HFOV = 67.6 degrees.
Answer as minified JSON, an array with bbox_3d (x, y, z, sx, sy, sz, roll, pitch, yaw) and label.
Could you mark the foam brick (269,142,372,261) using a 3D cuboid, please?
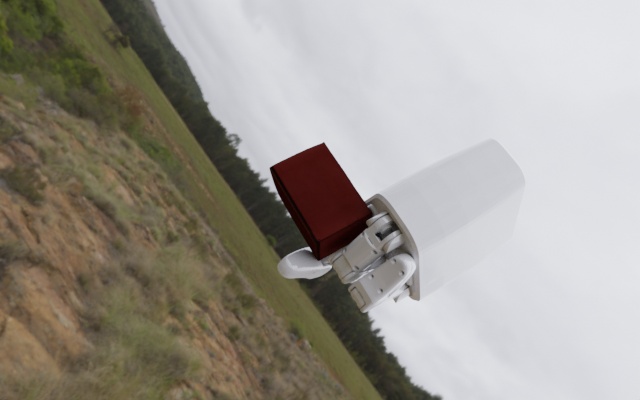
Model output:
[{"bbox_3d":[0.000,0.001,0.402,0.051,0.078,0.053,-29,-20,-9],"label":"foam brick"}]
